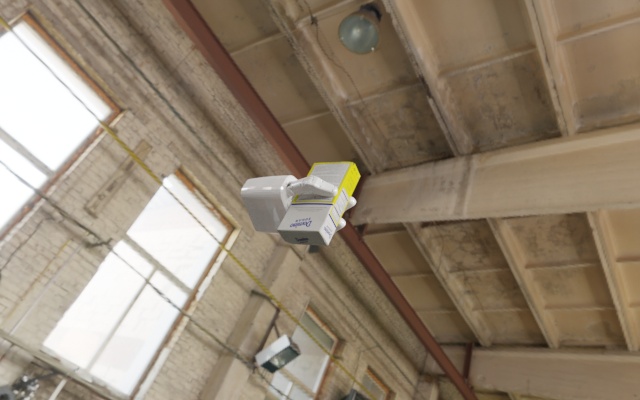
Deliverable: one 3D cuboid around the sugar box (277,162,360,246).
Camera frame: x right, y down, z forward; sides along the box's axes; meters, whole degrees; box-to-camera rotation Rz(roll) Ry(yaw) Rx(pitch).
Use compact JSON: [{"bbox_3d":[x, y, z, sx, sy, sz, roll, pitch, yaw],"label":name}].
[{"bbox_3d":[0.000,0.003,0.878,0.093,0.176,0.048,1,-41,33],"label":"sugar box"}]
